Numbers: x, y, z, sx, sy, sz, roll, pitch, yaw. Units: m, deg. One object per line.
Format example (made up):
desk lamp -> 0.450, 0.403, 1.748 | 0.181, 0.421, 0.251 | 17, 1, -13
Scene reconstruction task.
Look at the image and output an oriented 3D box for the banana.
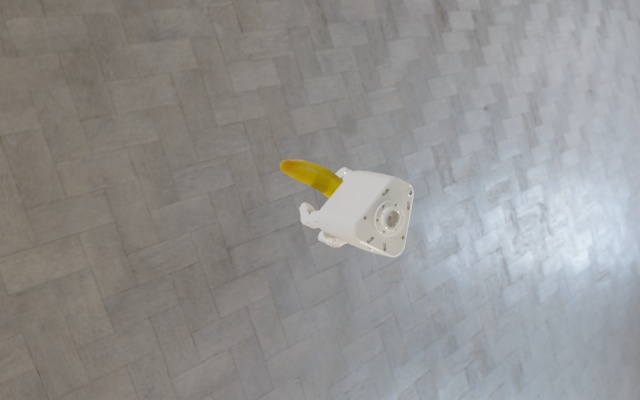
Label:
banana -> 0.016, -0.007, 0.786 | 0.069, 0.198, 0.037 | -39, 26, -1
